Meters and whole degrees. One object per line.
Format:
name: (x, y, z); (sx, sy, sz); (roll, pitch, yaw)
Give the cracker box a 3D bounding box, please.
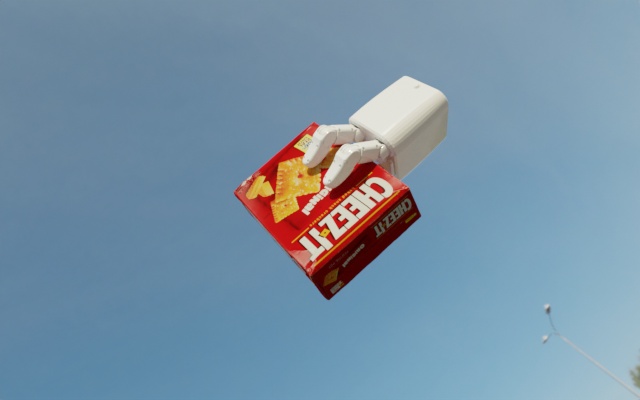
cracker box: (0.000, 0.002, 0.650); (0.213, 0.164, 0.072); (41, -11, 43)
